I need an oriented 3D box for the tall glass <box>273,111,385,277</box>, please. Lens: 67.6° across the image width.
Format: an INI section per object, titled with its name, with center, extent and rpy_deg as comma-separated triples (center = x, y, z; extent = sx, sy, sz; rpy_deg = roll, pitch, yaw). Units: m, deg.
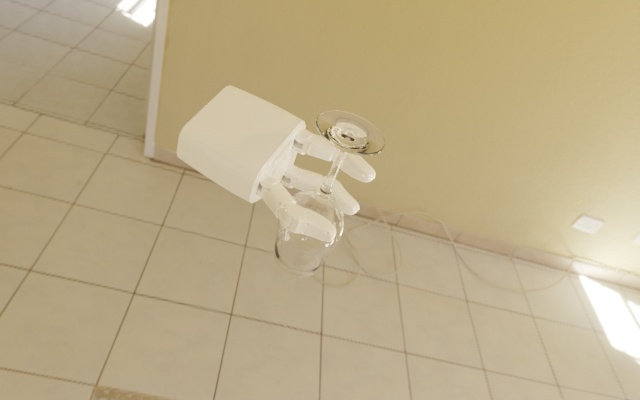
[tall glass]
center = 0.000, 0.001, 0.544
extent = 0.079, 0.201, 0.079
rpy_deg = 13, 39, -11
